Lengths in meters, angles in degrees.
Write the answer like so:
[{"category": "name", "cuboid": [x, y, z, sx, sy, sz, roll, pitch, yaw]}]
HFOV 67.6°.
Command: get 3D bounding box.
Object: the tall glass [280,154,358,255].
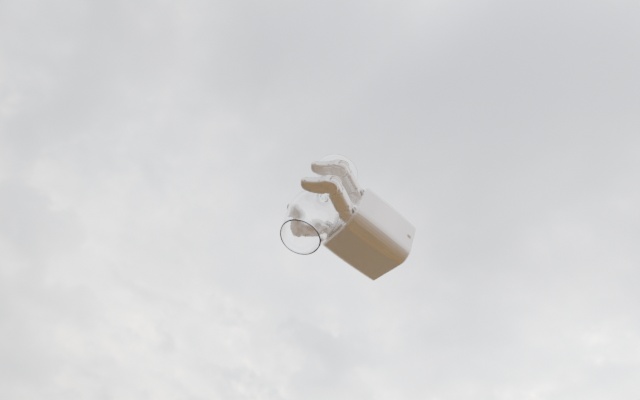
[{"category": "tall glass", "cuboid": [0.000, 0.002, 0.755, 0.079, 0.079, 0.201, 0, 30, 20]}]
